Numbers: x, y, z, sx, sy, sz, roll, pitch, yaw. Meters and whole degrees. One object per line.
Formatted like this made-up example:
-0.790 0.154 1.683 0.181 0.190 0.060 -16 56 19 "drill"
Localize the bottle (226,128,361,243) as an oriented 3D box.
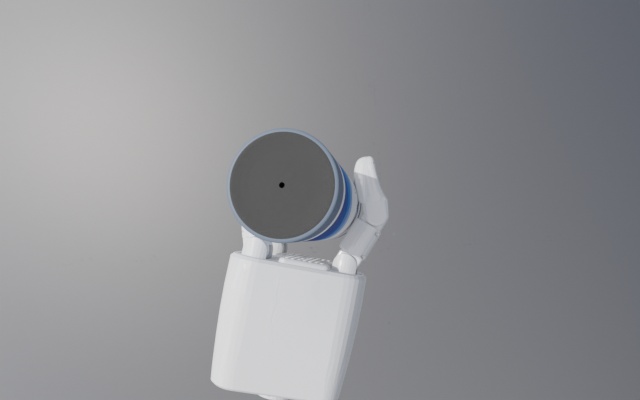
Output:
0.000 0.001 0.417 0.069 0.069 0.296 0 -4 9 "bottle"
